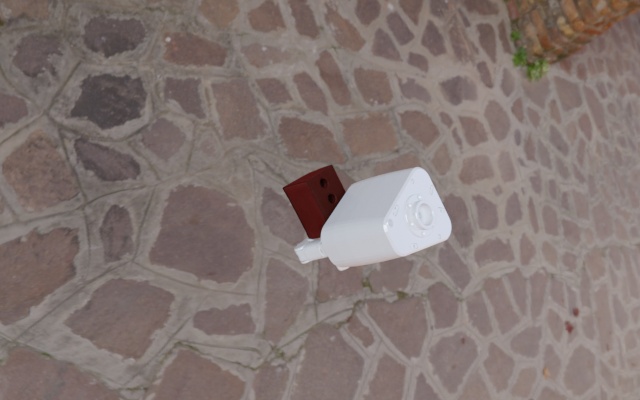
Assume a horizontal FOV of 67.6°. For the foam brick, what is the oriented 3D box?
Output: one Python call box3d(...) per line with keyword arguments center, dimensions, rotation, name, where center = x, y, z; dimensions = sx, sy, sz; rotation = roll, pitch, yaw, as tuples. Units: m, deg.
box3d(center=(0.000, 0.002, 0.612), dimensions=(0.053, 0.078, 0.051), rotation=(-35, 12, -38), name="foam brick")
